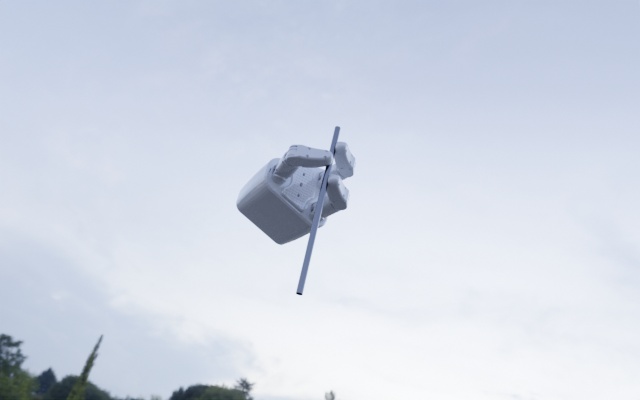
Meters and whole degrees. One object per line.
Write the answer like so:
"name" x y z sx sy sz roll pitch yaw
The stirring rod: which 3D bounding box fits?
"stirring rod" 0.000 0.002 0.582 0.011 0.239 0.011 9 -32 6
